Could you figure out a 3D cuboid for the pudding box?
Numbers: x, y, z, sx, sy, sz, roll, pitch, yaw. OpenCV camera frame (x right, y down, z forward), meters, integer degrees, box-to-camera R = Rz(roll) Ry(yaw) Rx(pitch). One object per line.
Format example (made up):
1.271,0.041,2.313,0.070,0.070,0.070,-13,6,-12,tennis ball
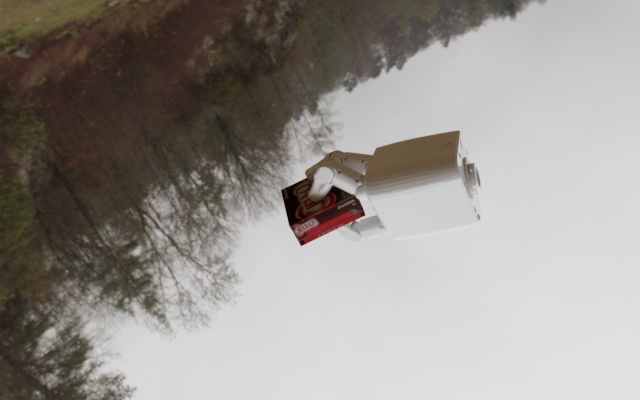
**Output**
0.000,0.002,0.617,0.090,0.039,0.113,-25,24,1,pudding box
